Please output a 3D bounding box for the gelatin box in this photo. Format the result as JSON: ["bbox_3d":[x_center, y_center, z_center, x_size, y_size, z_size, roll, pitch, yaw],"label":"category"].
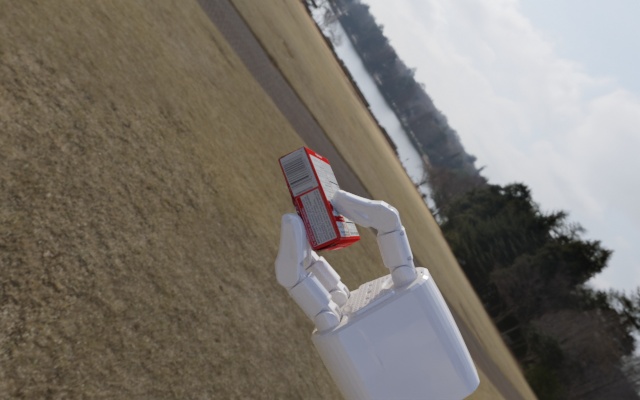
[{"bbox_3d":[0.000,0.001,0.434,0.030,0.089,0.073,-24,-10,14],"label":"gelatin box"}]
